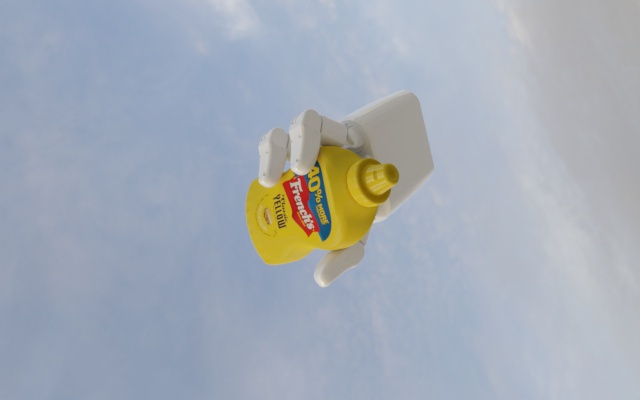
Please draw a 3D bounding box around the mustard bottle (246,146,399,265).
[{"bbox_3d":[0.000,0.002,0.455,0.058,0.096,0.192,-3,-12,-40],"label":"mustard bottle"}]
